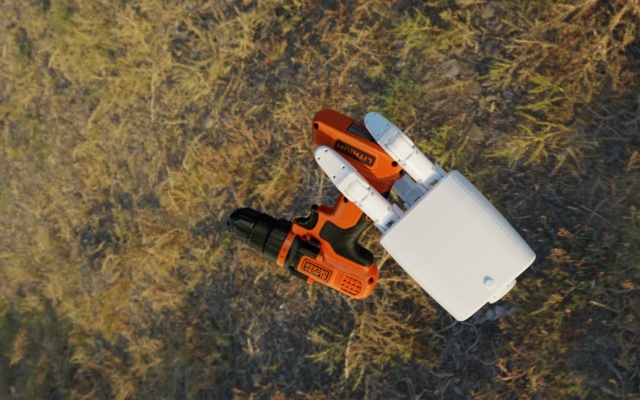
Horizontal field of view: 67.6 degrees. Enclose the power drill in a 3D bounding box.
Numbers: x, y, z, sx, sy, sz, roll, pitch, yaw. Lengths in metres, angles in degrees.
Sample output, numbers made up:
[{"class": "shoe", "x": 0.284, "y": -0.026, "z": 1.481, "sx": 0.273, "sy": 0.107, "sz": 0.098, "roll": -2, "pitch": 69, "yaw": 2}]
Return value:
[{"class": "power drill", "x": 0.000, "y": 0.001, "z": 0.515, "sx": 0.184, "sy": 0.188, "sz": 0.057, "roll": 24, "pitch": 30, "yaw": 4}]
